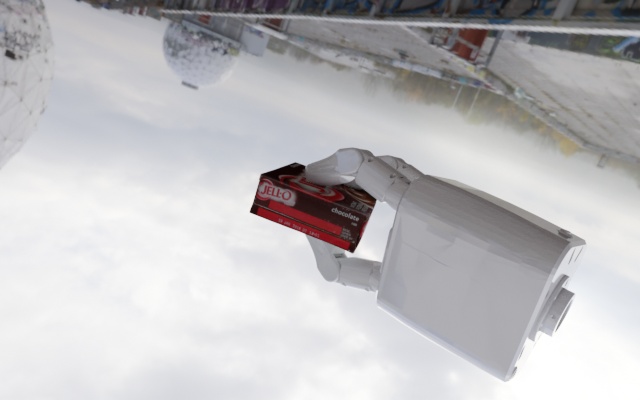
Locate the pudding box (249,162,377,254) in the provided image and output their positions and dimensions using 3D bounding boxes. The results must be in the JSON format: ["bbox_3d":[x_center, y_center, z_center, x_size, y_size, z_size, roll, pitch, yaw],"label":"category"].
[{"bbox_3d":[0.000,0.002,0.414,0.090,0.039,0.113,22,11,7],"label":"pudding box"}]
